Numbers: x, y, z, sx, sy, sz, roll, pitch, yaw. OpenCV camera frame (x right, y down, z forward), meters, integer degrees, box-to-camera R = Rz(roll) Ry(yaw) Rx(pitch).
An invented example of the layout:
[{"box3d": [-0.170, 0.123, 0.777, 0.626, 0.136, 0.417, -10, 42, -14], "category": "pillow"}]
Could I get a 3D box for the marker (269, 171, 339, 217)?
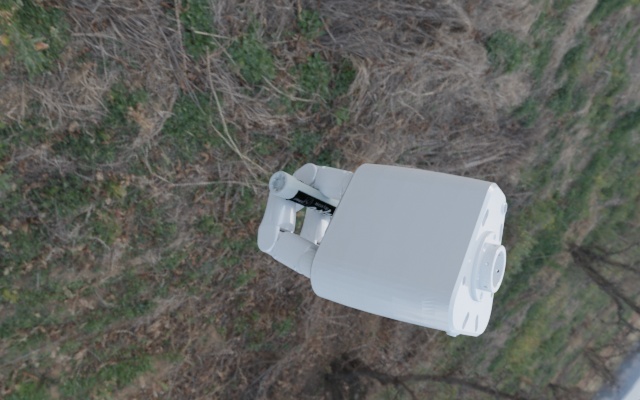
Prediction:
[{"box3d": [0.000, 0.001, 0.414, 0.020, 0.020, 0.121, 0, -15, 34], "category": "marker"}]
